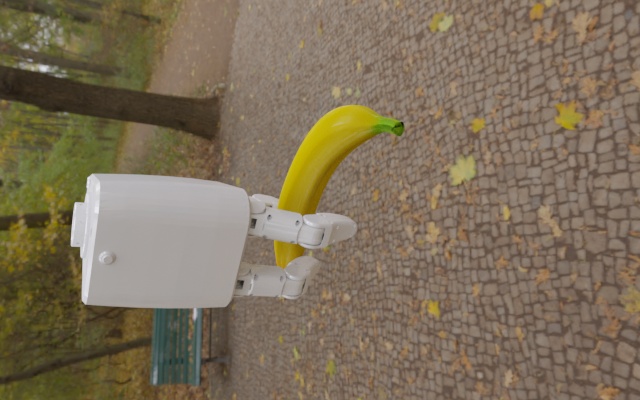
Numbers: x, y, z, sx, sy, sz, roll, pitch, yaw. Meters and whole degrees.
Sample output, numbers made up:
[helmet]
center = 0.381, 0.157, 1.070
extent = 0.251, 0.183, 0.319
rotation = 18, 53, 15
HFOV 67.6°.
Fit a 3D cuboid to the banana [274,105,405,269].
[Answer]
[banana]
center = -0.004, -0.015, 0.422
extent = 0.037, 0.069, 0.198
rotation = 6, -45, -32
